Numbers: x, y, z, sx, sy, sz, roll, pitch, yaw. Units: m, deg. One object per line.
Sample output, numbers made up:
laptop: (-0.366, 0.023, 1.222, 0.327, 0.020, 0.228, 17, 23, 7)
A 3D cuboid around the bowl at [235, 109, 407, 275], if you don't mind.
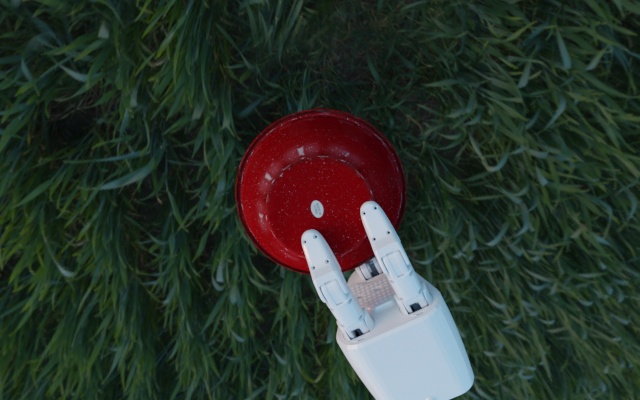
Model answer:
bowl: (-0.001, 0.001, 0.425, 0.162, 0.162, 0.055, 0, 14, 1)
